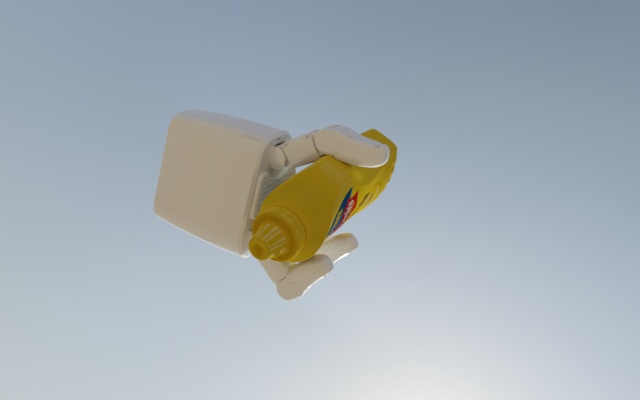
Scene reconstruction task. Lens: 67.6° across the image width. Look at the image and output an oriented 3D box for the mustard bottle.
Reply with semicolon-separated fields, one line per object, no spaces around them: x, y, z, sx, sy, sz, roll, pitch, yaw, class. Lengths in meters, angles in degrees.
0.000;0.001;0.410;0.058;0.096;0.191;41;34;9;mustard bottle
